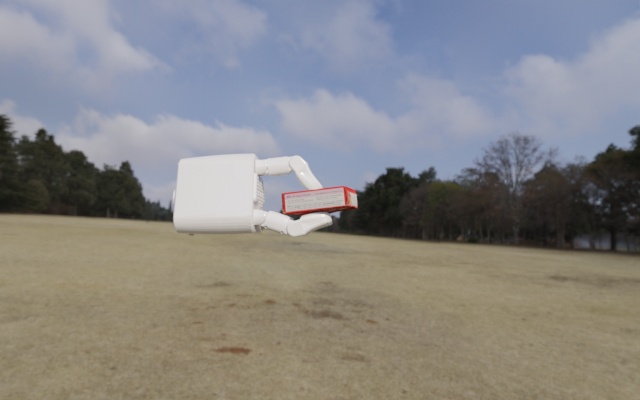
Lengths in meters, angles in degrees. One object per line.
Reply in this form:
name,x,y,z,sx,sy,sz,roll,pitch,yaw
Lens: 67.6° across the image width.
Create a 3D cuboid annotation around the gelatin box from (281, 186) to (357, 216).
gelatin box,0.000,0.002,0.650,0.089,0.030,0.073,-7,-6,14
